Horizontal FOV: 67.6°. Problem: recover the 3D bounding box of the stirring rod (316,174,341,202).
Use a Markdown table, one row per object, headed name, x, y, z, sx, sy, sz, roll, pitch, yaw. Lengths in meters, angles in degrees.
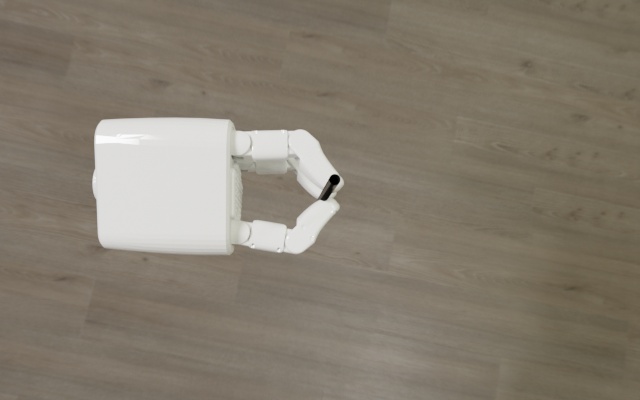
| name | x | y | z | sx | sy | sz | roll | pitch | yaw |
| --- | --- | --- | --- | --- | --- | --- | --- | --- | --- |
| stirring rod | 0.000 | 0.002 | 0.450 | 0.011 | 0.011 | 0.239 | 0 | -8 | -5 |
